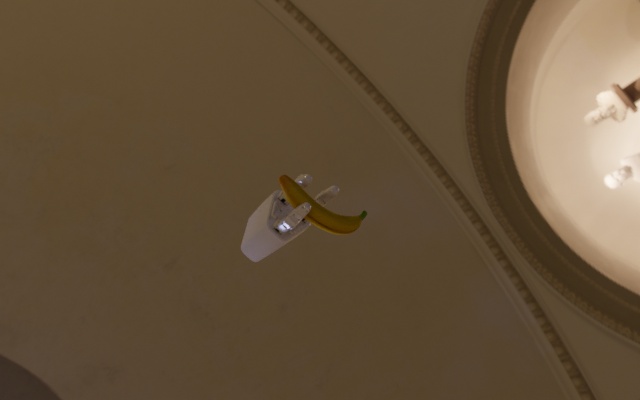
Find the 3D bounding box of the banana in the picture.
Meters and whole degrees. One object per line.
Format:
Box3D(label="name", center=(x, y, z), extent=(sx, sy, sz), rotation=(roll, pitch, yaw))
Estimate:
Box3D(label="banana", center=(0.002, 0.019, 0.887), extent=(0.198, 0.069, 0.037), rotation=(25, -42, -27))
